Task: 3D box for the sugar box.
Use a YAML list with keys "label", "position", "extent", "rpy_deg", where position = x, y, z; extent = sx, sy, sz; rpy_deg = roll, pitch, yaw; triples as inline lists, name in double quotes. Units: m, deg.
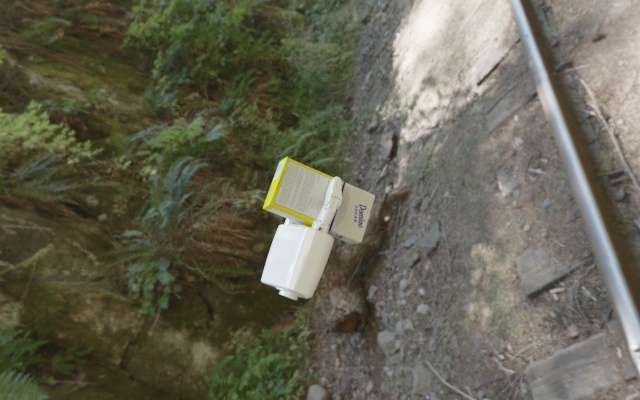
- label: "sugar box"
  position: [0.000, 0.003, 0.824]
  extent: [0.176, 0.093, 0.048]
  rpy_deg: [24, -17, -18]
